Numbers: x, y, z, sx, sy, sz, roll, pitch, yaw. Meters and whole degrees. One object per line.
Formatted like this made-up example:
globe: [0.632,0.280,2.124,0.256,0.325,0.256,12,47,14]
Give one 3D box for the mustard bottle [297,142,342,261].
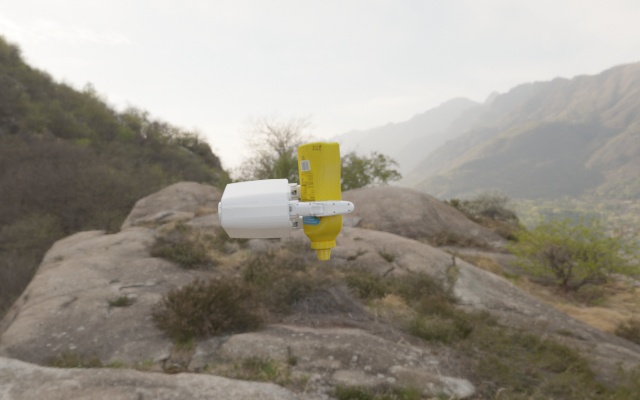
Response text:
mustard bottle: [0.000,0.002,0.785,0.058,0.191,0.096,-4,2,-29]
